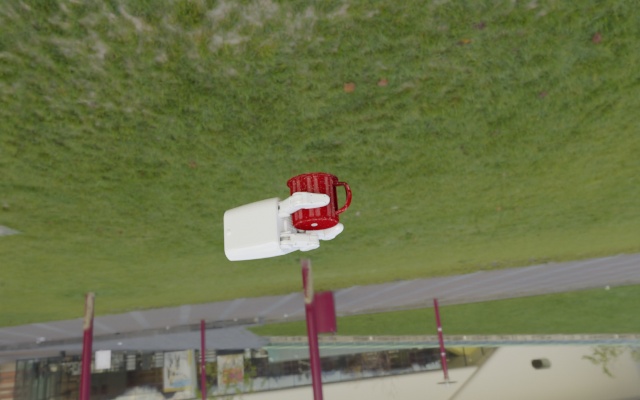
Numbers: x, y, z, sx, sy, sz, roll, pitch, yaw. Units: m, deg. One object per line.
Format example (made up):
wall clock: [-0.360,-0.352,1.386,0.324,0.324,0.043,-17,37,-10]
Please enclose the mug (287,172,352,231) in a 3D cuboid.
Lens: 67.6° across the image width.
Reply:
mug: [0.001,0.003,0.829,0.117,0.081,0.093,-12,-19,22]
